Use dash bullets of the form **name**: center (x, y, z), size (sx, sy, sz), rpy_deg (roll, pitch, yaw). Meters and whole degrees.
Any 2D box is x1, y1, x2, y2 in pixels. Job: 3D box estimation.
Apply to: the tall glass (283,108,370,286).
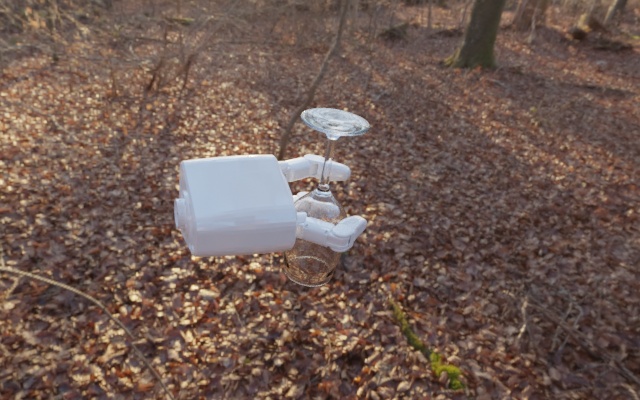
- **tall glass**: center (0.000, 0.001, 0.549), size (0.079, 0.201, 0.079), rpy_deg (8, 29, -4)
